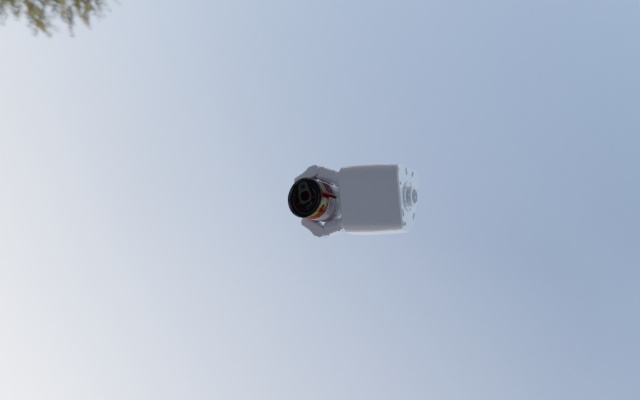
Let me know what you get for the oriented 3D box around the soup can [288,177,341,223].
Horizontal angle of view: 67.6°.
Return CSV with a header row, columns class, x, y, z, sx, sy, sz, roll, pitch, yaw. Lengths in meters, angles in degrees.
class,x,y,z,sx,sy,sz,roll,pitch,yaw
soup can,0.000,0.003,0.826,0.068,0.068,0.102,0,-9,33
